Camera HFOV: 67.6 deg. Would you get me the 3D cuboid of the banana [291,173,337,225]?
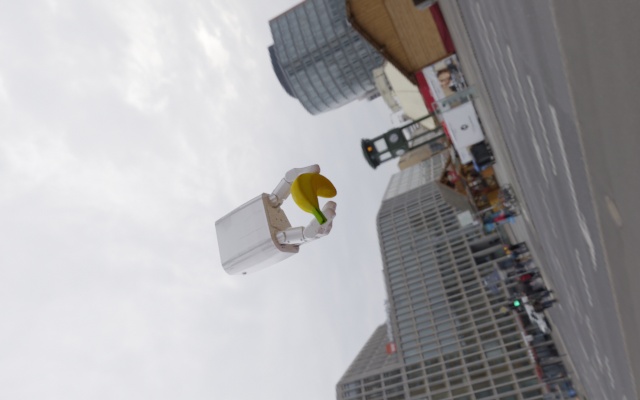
[{"bbox_3d":[-0.011,-0.012,0.727,0.037,0.069,0.197,-32,7,14],"label":"banana"}]
